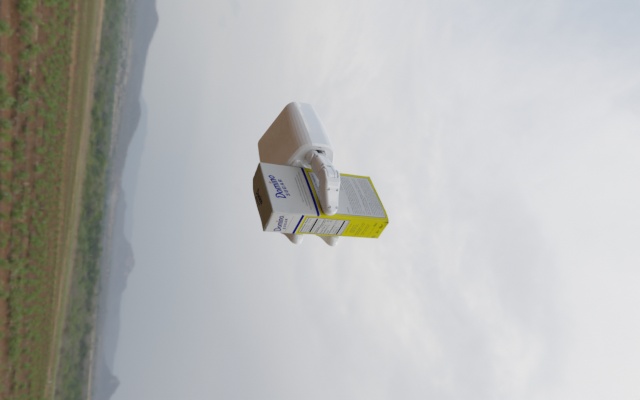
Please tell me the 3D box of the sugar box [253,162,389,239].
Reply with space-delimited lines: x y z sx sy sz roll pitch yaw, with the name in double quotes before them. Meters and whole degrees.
"sugar box" 0.000 0.002 0.653 0.176 0.093 0.048 4 -46 -25
